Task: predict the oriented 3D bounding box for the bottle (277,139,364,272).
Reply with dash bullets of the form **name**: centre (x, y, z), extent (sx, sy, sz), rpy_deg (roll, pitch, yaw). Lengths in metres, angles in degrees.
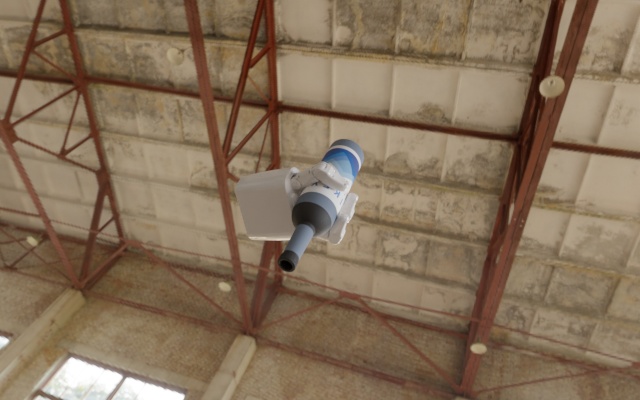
- **bottle**: centre (0.000, 0.002, 0.762), extent (0.069, 0.069, 0.295), rpy_deg (0, 36, 23)
